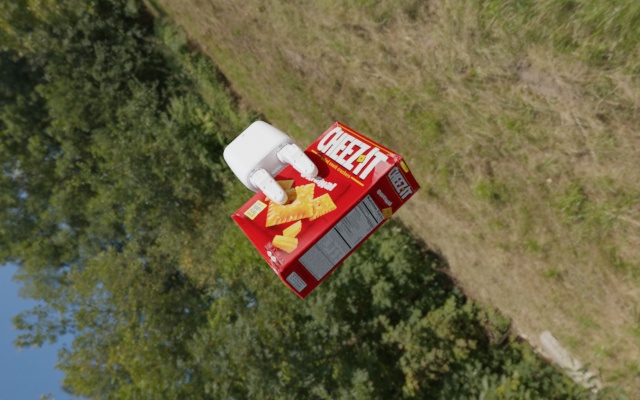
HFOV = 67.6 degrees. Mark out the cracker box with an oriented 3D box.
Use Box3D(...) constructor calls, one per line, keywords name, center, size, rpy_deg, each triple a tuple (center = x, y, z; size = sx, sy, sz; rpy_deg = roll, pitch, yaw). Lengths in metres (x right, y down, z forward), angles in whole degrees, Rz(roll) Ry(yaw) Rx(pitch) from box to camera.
Box3D(name="cracker box", center=(0.000, 0.002, 0.655), size=(0.072, 0.213, 0.164), rpy_deg=(51, -7, -39))
